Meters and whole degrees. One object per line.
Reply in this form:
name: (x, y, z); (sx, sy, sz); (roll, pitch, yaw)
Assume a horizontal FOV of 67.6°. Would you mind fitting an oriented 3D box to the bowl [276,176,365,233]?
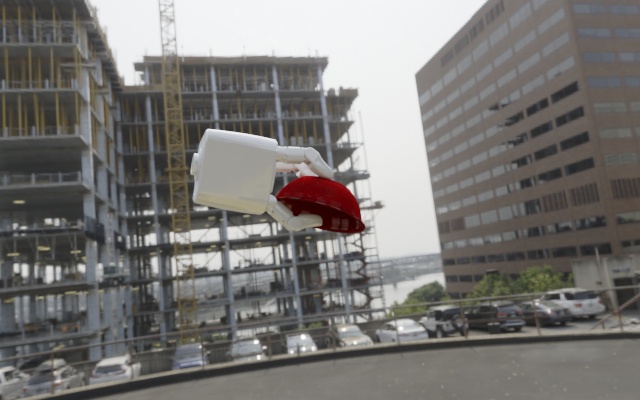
bowl: (0.001, 0.003, 0.781); (0.162, 0.055, 0.162); (14, -17, 4)
